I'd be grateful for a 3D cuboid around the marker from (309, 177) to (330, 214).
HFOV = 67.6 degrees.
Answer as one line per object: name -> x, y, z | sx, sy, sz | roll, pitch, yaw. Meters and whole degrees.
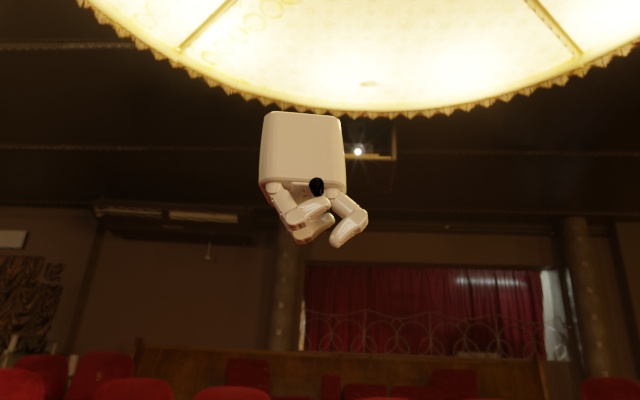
marker -> 0.000, 0.002, 0.629 | 0.020, 0.020, 0.121 | 0, -24, 6
